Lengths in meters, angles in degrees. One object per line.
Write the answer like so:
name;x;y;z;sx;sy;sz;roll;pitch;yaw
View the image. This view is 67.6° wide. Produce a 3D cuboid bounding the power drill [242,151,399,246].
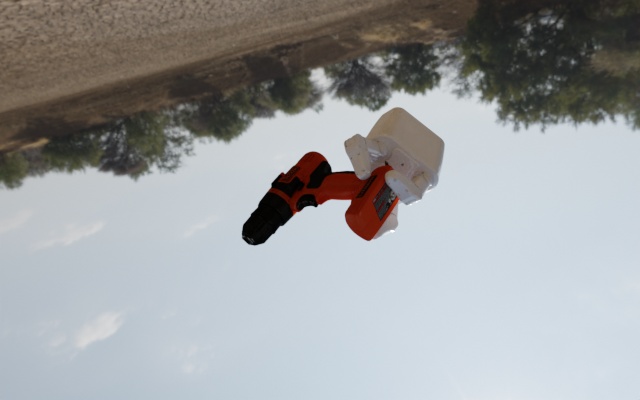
power drill;0.001;0.002;0.654;0.187;0.057;0.184;10;50;39
